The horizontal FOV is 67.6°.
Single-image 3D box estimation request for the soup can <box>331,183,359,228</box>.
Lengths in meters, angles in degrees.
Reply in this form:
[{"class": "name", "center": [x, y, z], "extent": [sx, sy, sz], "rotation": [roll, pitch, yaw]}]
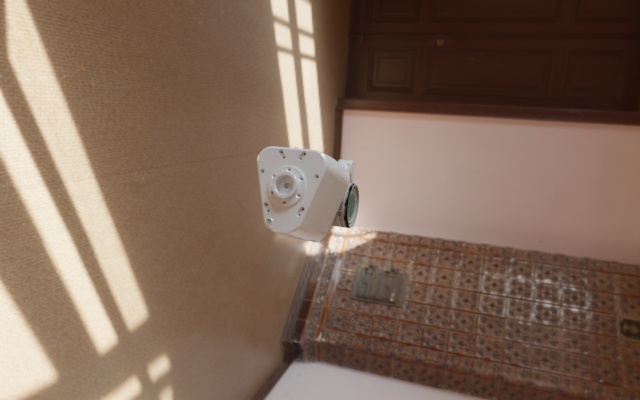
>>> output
[{"class": "soup can", "center": [0.001, 0.003, 0.710], "extent": [0.102, 0.068, 0.068], "rotation": [7, 2, 18]}]
